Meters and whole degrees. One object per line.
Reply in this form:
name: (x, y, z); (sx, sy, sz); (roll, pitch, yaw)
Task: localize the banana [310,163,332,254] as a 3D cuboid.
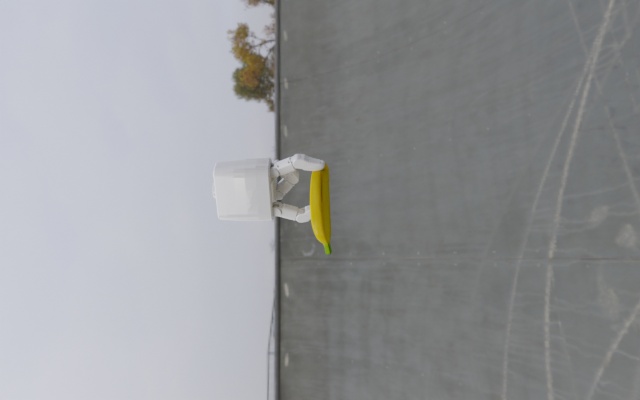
banana: (0.000, -0.003, 0.881); (0.037, 0.197, 0.070); (-2, -30, 1)
